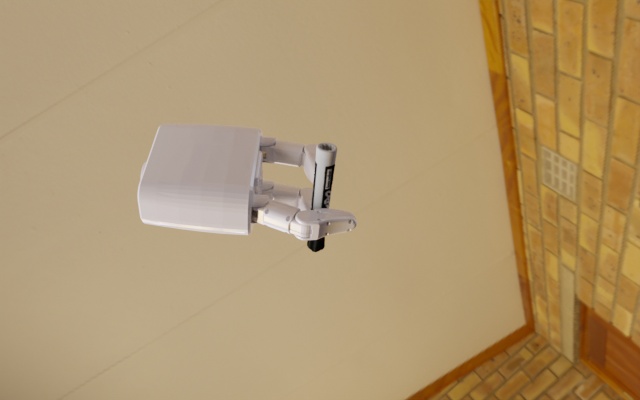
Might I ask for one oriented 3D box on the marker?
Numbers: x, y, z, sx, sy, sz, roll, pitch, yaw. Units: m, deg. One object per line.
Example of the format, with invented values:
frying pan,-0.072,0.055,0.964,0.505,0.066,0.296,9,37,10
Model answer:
marker,0.000,0.001,0.464,0.020,0.121,0.020,5,34,-3
